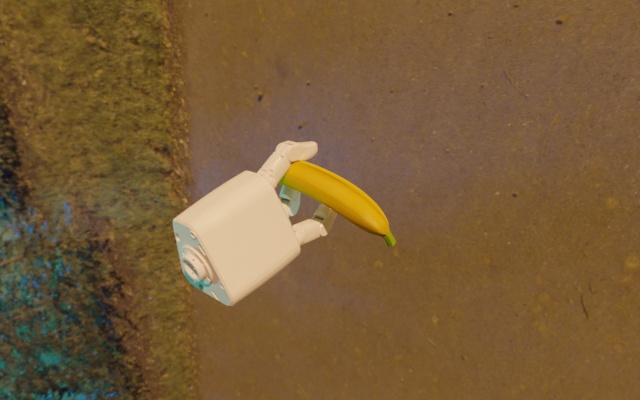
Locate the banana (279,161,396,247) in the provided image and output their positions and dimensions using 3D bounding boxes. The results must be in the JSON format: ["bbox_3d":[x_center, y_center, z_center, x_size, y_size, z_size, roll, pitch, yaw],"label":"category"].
[{"bbox_3d":[0.004,-0.008,0.572,0.197,0.037,0.070,32,-34,18],"label":"banana"}]
